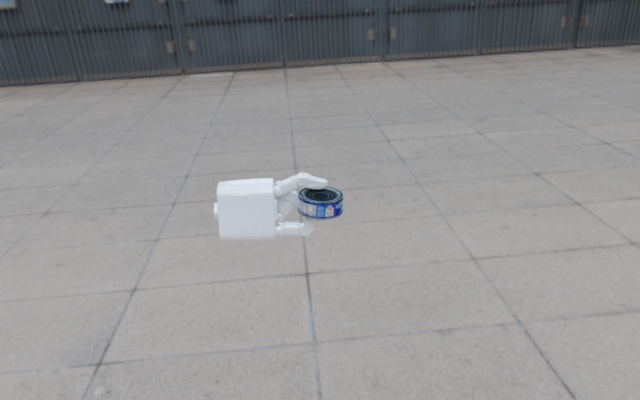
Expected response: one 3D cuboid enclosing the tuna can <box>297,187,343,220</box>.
[{"bbox_3d":[0.000,0.002,0.890,0.086,0.034,0.086,2,23,-1],"label":"tuna can"}]
